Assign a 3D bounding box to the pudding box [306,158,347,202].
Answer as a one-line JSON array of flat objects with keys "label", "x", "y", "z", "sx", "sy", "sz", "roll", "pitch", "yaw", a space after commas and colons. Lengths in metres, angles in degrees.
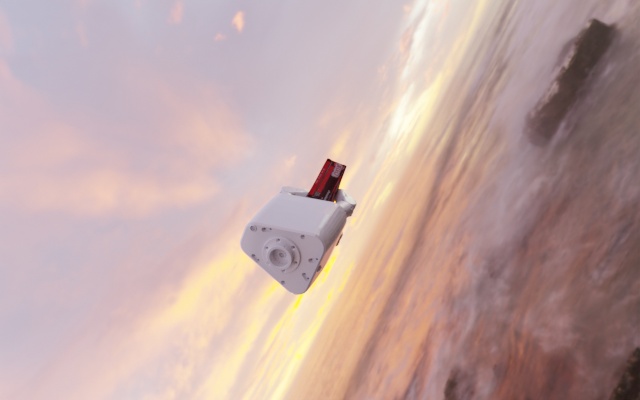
[{"label": "pudding box", "x": 0.000, "y": 0.002, "z": 0.757, "sx": 0.039, "sy": 0.090, "sz": 0.114, "roll": 26, "pitch": -38, "yaw": 4}]
